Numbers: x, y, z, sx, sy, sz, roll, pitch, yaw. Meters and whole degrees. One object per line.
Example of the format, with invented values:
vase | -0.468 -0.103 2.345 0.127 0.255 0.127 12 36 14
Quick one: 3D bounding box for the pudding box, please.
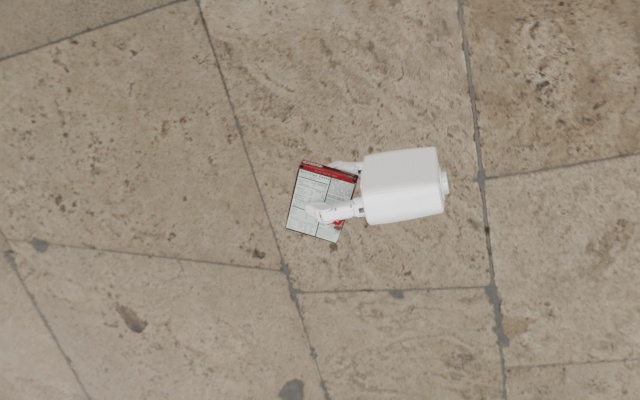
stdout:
pudding box | 0.000 0.002 0.733 0.090 0.113 0.039 17 26 3
